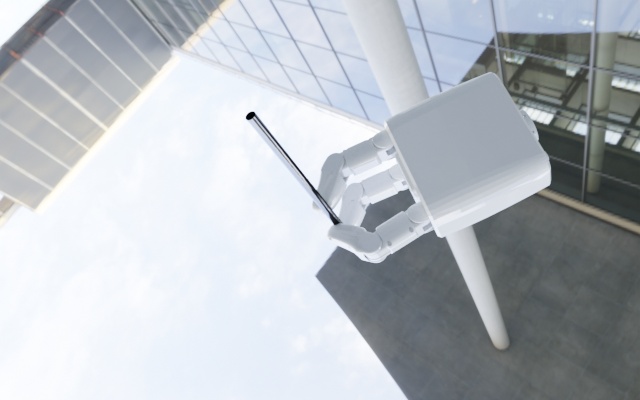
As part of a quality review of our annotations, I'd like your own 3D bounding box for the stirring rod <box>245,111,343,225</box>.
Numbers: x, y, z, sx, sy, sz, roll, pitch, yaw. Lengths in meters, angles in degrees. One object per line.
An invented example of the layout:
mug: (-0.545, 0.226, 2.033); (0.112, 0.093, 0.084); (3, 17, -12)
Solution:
stirring rod: (0.000, 0.001, 0.417); (0.011, 0.011, 0.240); (0, -29, 27)
